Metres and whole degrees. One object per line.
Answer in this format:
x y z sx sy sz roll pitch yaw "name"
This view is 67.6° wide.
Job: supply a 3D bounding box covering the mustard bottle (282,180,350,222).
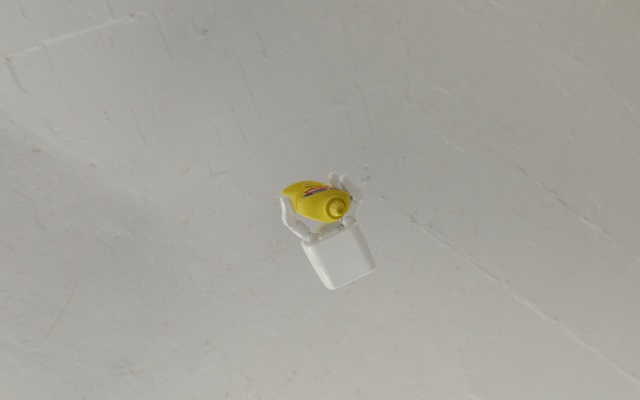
0.000 0.003 0.877 0.096 0.058 0.191 -7 11 -20 "mustard bottle"
